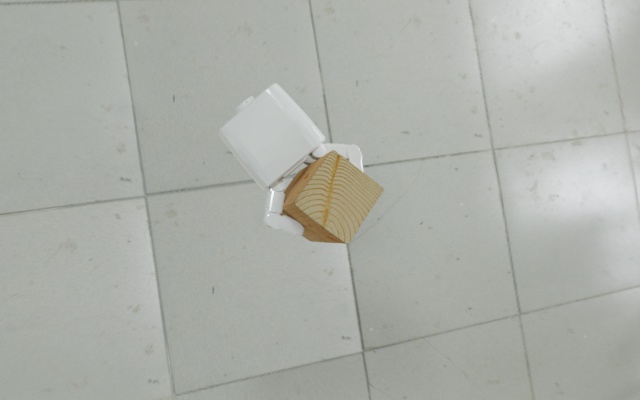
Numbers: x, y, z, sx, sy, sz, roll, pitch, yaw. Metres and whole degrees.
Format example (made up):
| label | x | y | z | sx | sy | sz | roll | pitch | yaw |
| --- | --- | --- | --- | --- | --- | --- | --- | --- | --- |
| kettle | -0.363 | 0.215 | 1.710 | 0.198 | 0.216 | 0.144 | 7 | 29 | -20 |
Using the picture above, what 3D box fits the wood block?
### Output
| label | x | y | z | sx | sy | sz | roll | pitch | yaw |
| --- | --- | --- | --- | --- | --- | --- | --- | --- | --- |
| wood block | 0.000 | 0.002 | 0.706 | 0.090 | 0.091 | 0.206 | 37 | -11 | -9 |
